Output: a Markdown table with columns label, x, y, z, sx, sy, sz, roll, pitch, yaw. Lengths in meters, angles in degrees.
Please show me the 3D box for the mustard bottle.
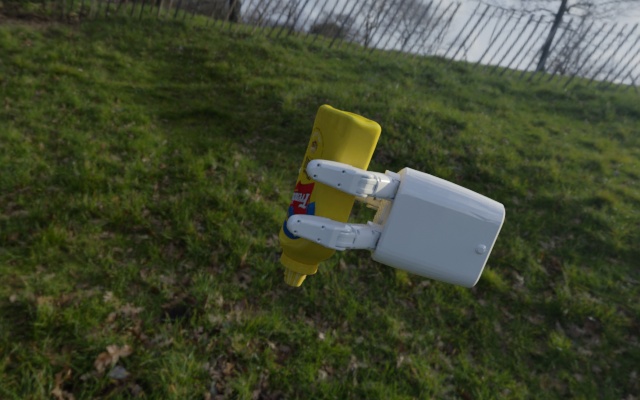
| label | x | y | z | sx | sy | sz | roll | pitch | yaw |
| --- | --- | --- | --- | --- | --- | --- | --- | --- | --- |
| mustard bottle | 0.000 | 0.001 | 0.497 | 0.058 | 0.192 | 0.096 | 13 | 14 | -23 |
